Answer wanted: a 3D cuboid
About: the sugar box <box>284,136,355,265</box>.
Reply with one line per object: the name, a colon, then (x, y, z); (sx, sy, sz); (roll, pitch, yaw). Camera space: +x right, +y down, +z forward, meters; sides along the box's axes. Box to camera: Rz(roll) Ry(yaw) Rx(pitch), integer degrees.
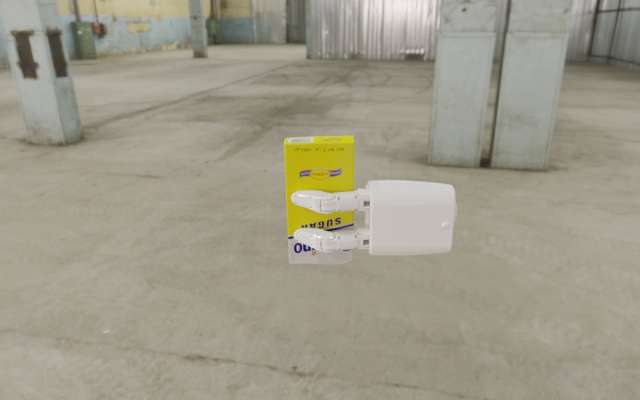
sugar box: (0.000, 0.002, 0.651); (0.093, 0.176, 0.048); (-1, 20, 2)
